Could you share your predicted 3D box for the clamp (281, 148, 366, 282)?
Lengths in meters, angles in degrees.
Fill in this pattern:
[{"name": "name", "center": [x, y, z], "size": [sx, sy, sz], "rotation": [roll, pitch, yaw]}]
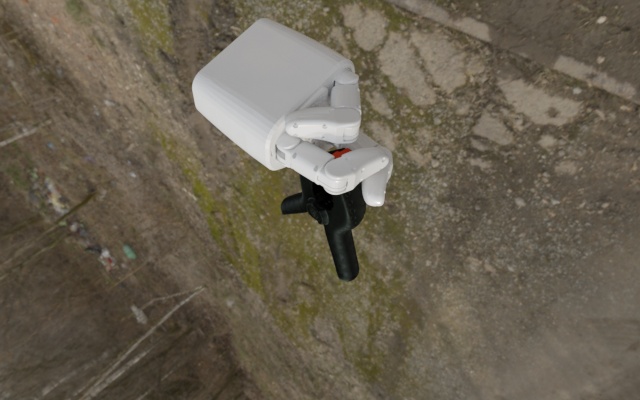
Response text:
[{"name": "clamp", "center": [0.000, 0.002, 0.480], "size": [0.120, 0.172, 0.039], "rotation": [37, 57, 24]}]
